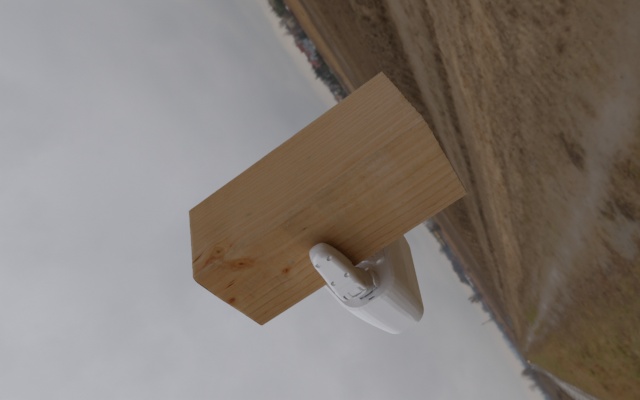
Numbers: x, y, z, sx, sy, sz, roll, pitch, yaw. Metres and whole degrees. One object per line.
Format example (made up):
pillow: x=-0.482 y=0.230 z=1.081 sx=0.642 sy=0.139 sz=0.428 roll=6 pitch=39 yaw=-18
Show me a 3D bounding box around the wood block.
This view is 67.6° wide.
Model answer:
wood block: x=0.000 y=0.002 z=0.400 sx=0.206 sy=0.090 sz=0.090 roll=-35 pitch=-50 yaw=10
